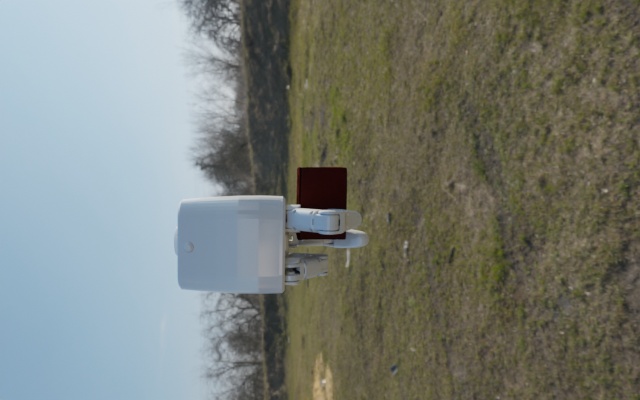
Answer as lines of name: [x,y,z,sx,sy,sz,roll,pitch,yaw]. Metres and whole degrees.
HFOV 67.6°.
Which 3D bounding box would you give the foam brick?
foam brick: [0.000,0.001,0.517,0.051,0.078,0.053,1,3,-4]
